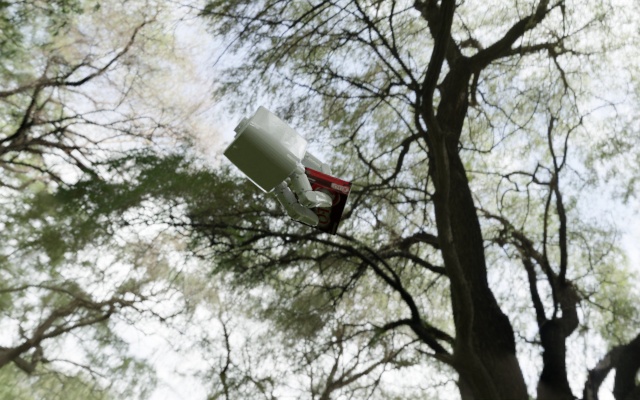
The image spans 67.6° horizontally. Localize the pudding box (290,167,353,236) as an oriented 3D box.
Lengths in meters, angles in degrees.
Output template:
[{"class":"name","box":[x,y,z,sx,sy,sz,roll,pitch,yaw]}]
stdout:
[{"class":"pudding box","box":[0.000,0.003,0.847,0.090,0.039,0.114,20,-42,6]}]
